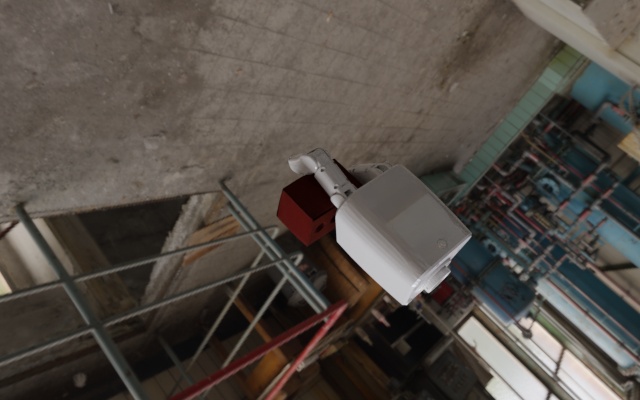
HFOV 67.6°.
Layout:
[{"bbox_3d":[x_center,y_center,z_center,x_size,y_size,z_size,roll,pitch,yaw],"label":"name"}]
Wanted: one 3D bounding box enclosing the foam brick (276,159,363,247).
[{"bbox_3d":[0.000,0.002,0.518,0.078,0.051,0.053,-32,-23,-29],"label":"foam brick"}]
